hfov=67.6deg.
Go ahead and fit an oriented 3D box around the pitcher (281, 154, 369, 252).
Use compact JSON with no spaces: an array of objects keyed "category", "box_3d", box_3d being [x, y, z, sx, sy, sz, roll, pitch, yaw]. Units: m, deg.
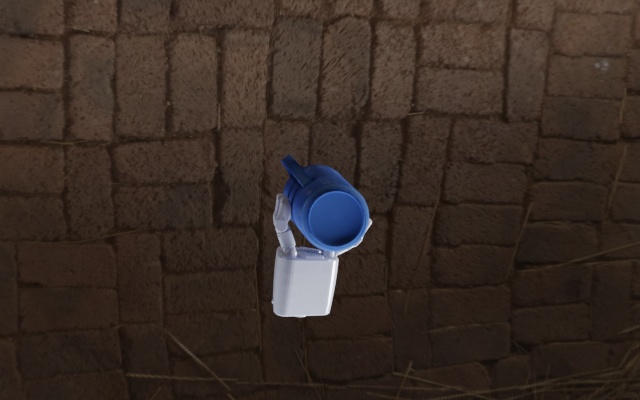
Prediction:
[{"category":"pitcher","box_3d":[0.000,0.003,0.841,0.149,0.145,0.243,8,7,-9]}]
